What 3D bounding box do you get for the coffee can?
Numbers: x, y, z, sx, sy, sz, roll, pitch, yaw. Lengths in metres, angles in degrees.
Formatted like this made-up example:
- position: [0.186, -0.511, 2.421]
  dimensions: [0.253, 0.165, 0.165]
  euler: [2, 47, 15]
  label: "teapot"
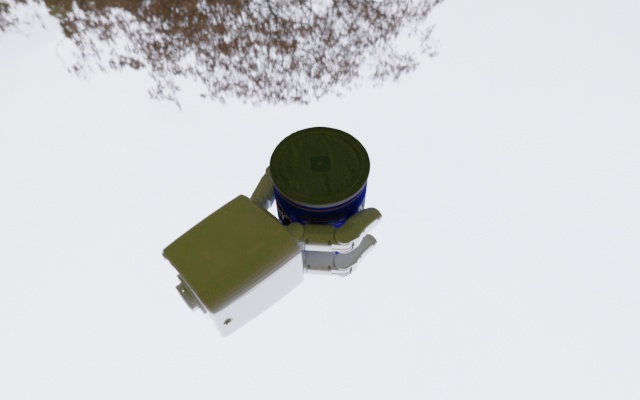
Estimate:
- position: [0.000, 0.002, 0.539]
  dimensions: [0.103, 0.102, 0.140]
  euler: [0, -35, 1]
  label: "coffee can"
